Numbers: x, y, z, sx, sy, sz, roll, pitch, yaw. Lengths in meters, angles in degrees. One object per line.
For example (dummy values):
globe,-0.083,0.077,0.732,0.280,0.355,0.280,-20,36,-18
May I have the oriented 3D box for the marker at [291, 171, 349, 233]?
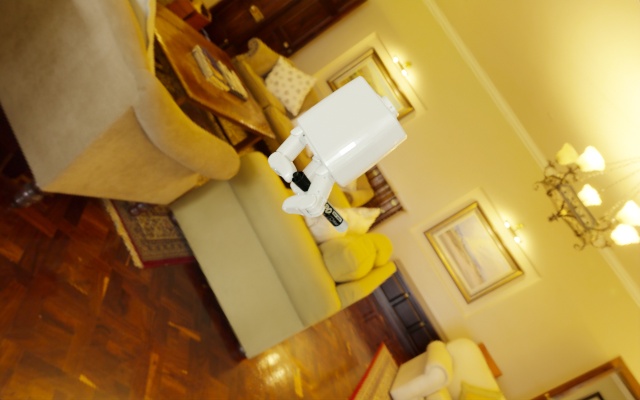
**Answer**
marker,0.000,0.002,0.630,0.020,0.020,0.121,0,-36,40
